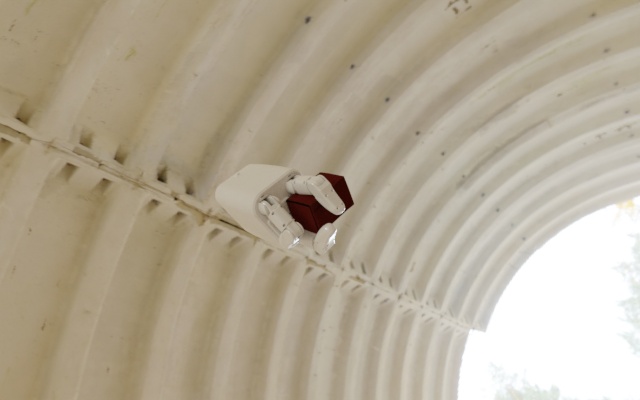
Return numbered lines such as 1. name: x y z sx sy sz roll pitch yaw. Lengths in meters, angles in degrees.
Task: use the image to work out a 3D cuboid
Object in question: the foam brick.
1. foam brick: 0.000 0.002 0.691 0.051 0.053 0.078 13 43 45
